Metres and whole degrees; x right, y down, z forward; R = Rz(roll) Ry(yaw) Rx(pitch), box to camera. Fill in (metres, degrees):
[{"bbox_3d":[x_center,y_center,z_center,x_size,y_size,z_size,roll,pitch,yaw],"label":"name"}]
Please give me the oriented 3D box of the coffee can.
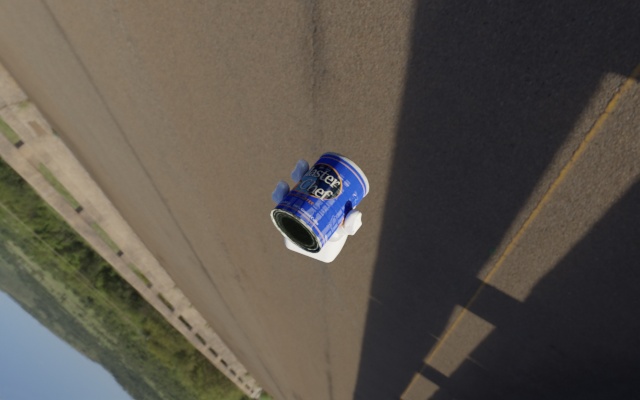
[{"bbox_3d":[0.000,0.002,0.795,0.140,0.103,0.103,-49,26,-25],"label":"coffee can"}]
